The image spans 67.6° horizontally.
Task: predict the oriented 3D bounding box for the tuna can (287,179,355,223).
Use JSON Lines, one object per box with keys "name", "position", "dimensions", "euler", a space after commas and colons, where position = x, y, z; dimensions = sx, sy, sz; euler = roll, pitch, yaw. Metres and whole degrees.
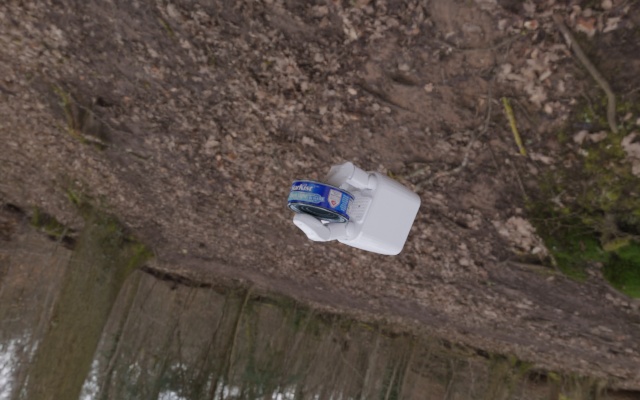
{"name": "tuna can", "position": [0.000, 0.003, 0.632], "dimensions": [0.086, 0.033, 0.086], "euler": [14, -12, 3]}
